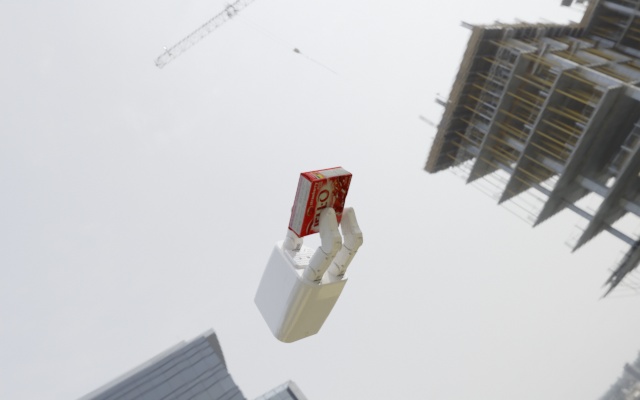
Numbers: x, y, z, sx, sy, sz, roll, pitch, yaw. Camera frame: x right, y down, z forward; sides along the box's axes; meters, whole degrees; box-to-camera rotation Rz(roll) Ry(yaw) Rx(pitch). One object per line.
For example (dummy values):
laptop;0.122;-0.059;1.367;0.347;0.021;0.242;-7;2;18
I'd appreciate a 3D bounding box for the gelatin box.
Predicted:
gelatin box;0.000;0.002;0.644;0.073;0.089;0.030;-12;36;-40
